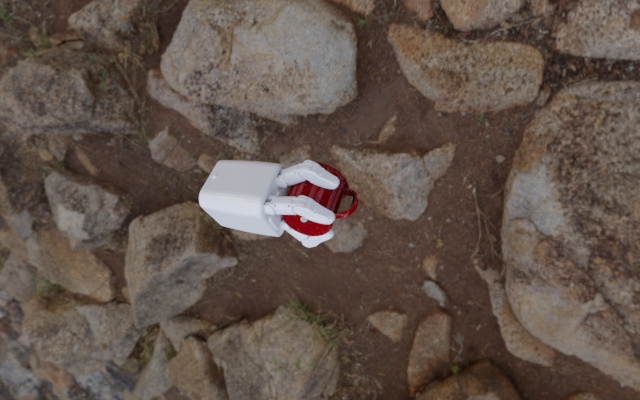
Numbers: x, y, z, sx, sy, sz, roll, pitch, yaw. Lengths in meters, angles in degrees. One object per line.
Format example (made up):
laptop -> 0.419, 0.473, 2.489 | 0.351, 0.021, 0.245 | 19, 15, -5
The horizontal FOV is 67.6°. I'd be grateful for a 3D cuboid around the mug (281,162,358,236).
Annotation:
mug -> 0.001, 0.003, 0.733 | 0.117, 0.081, 0.093 | 7, -39, 18
